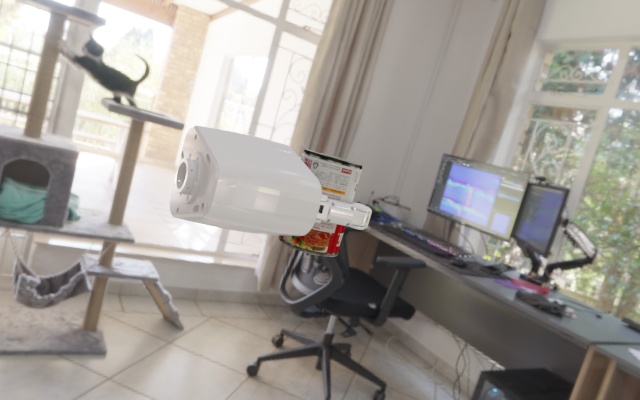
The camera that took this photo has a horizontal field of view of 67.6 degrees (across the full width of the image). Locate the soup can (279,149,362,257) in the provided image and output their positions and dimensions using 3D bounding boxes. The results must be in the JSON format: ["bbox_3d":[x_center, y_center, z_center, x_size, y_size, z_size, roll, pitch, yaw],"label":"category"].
[{"bbox_3d":[0.001,0.002,0.519,0.068,0.102,0.068,16,7,-2],"label":"soup can"}]
